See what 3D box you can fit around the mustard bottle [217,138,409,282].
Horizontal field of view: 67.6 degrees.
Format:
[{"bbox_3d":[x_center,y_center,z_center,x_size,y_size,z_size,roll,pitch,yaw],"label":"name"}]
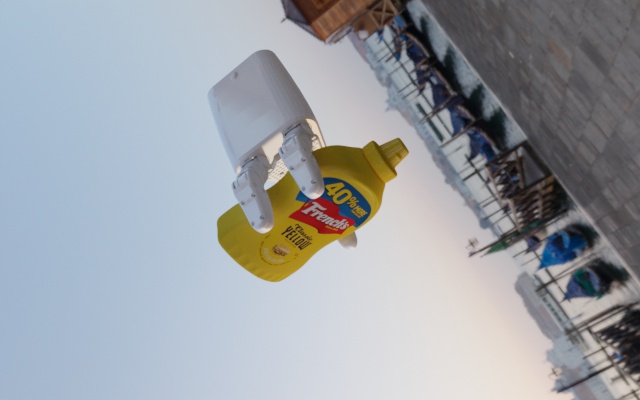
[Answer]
[{"bbox_3d":[0.000,0.002,0.459,0.191,0.058,0.096,-35,-52,15],"label":"mustard bottle"}]
